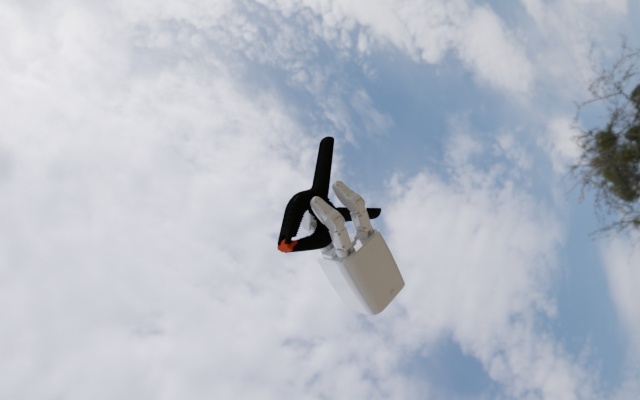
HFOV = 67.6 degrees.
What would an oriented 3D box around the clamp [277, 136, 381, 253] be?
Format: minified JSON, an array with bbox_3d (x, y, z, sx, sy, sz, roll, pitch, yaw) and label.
[{"bbox_3d":[-0.001,0.003,0.755,0.210,0.164,0.036,-38,11,-39],"label":"clamp"}]
